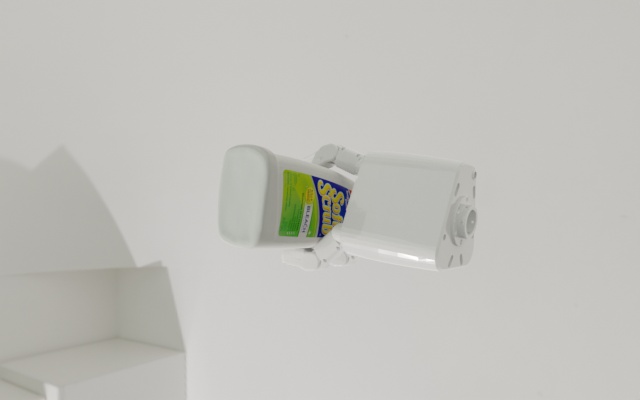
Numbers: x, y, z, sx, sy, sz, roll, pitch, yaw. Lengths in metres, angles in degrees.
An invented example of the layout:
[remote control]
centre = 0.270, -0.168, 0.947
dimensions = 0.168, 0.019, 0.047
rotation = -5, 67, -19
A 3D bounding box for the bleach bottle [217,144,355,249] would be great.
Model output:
[bleach bottle]
centre = 0.000, 0.002, 0.546
dimensions = 0.068, 0.102, 0.251
rotation = 9, 4, 38
